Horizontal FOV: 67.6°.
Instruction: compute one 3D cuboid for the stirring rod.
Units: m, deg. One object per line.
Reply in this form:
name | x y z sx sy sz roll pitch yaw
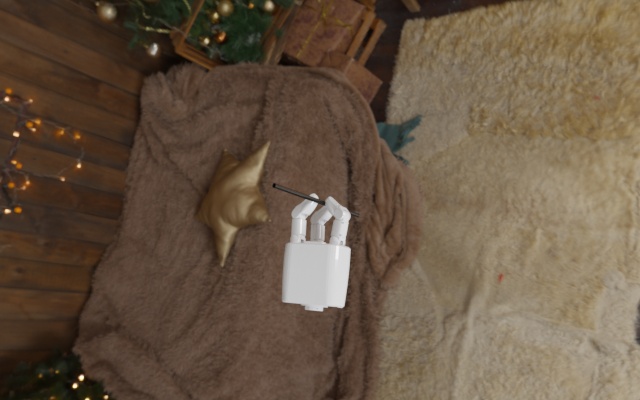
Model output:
stirring rod | 0.000 0.003 0.867 0.011 0.011 0.239 0 -13 40
